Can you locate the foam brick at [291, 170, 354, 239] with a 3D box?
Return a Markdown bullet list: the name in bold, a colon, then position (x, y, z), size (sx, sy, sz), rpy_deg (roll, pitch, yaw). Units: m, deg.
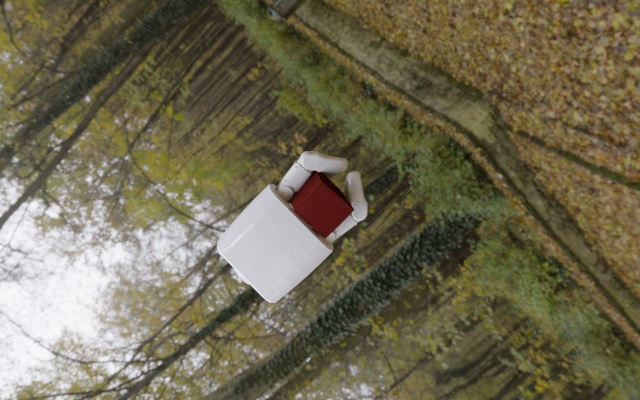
- **foam brick**: position (0.000, 0.002, 0.589), size (0.053, 0.051, 0.078), rpy_deg (44, 6, -16)
